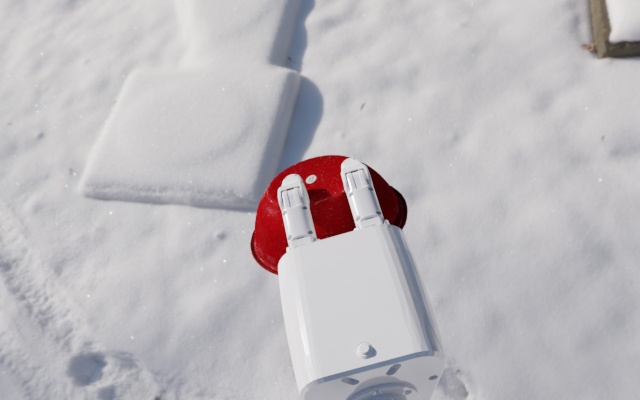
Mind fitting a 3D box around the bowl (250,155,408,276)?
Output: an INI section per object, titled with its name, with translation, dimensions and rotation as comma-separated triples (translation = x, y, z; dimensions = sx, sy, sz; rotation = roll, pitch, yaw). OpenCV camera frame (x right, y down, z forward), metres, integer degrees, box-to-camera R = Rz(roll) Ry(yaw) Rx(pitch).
[bowl]
translation = -0.001, 0.001, 0.466
dimensions = 0.162, 0.055, 0.162
rotation = -13, 31, 8
